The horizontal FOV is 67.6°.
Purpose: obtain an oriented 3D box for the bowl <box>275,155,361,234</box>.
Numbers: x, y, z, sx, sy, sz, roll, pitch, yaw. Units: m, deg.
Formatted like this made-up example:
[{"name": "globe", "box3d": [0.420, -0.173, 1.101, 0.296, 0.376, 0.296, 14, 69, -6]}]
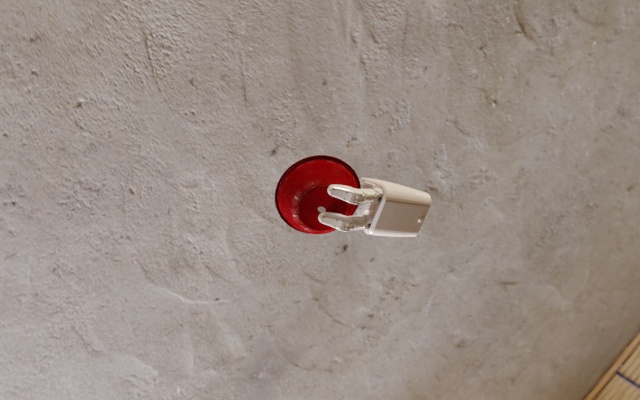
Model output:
[{"name": "bowl", "box3d": [-0.001, 0.003, 0.856, 0.162, 0.162, 0.055, 0, 27, -10]}]
